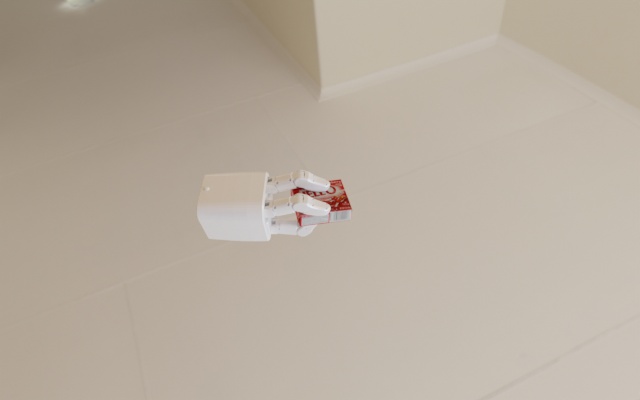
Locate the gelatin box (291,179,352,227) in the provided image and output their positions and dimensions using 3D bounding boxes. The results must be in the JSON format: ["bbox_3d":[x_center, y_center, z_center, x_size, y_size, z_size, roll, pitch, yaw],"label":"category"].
[{"bbox_3d":[0.000,0.003,0.787,0.089,0.030,0.073,-7,46,-12],"label":"gelatin box"}]
